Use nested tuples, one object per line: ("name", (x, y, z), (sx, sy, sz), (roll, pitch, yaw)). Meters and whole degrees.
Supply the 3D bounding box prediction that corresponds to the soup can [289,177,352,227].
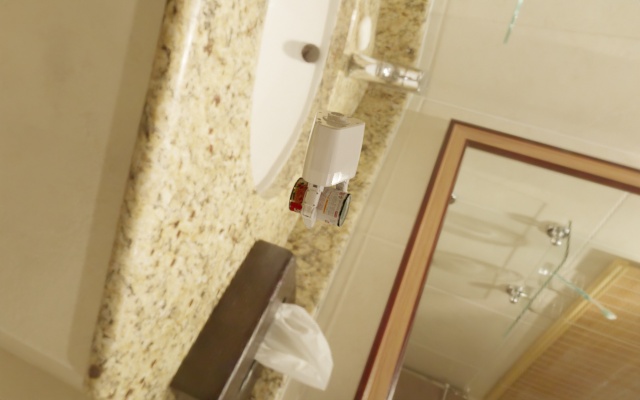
("soup can", (0.000, 0.004, 0.896), (0.102, 0.068, 0.068), (18, 4, 13))
